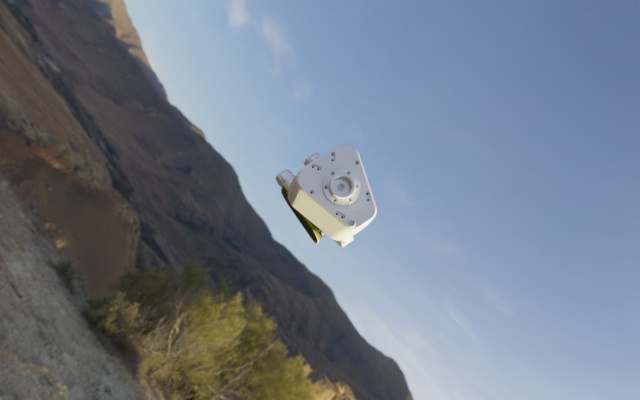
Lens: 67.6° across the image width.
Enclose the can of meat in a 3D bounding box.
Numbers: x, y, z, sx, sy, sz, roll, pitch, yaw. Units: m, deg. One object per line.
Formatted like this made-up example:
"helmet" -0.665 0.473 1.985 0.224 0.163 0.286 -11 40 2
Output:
"can of meat" 0.000 0.002 0.758 0.084 0.102 0.057 -33 -9 -12
